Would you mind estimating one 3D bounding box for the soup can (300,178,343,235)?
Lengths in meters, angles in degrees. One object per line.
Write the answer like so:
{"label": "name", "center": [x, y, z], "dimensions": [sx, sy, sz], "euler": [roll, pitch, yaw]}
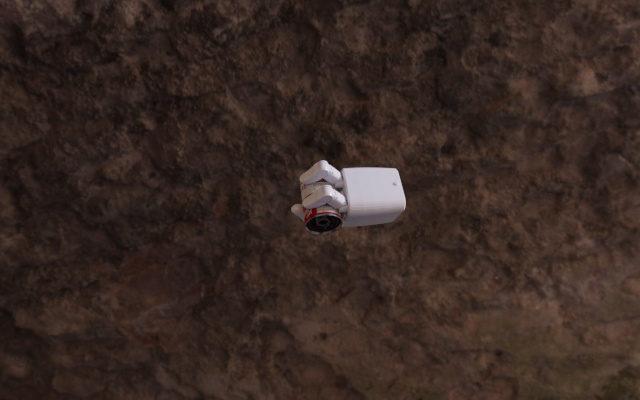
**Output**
{"label": "soup can", "center": [0.000, 0.003, 0.881], "dimensions": [0.068, 0.102, 0.069], "euler": [-6, -34, -4]}
